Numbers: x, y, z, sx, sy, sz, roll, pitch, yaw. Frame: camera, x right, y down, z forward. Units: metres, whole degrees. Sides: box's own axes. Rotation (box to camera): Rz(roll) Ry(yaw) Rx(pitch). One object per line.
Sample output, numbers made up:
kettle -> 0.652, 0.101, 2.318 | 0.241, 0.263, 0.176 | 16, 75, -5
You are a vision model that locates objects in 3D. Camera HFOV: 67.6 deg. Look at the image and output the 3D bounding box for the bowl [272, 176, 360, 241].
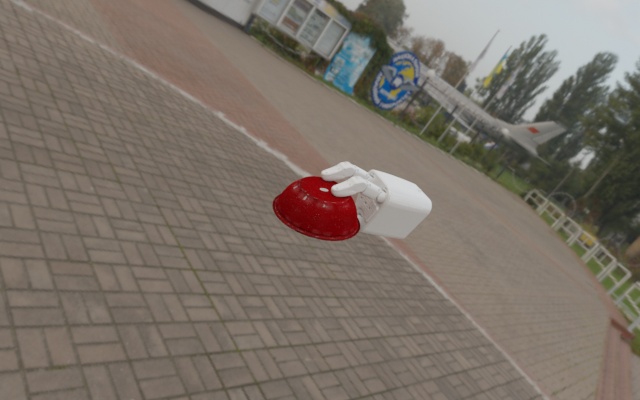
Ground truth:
bowl -> -0.001, 0.002, 0.833 | 0.162, 0.055, 0.162 | 13, 27, -7
